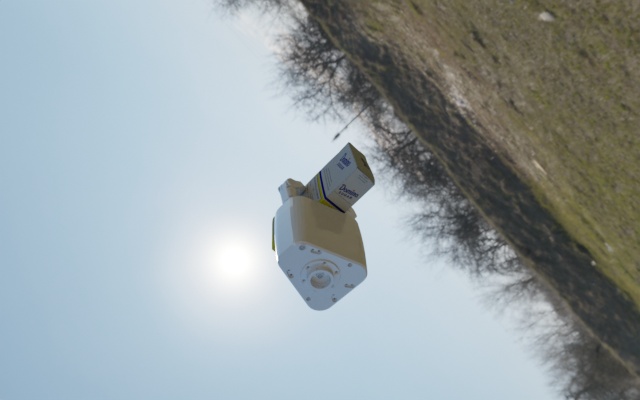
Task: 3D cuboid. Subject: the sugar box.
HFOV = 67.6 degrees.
[{"bbox_3d":[0.000,0.003,0.707,0.048,0.176,0.093,40,19,-24],"label":"sugar box"}]
